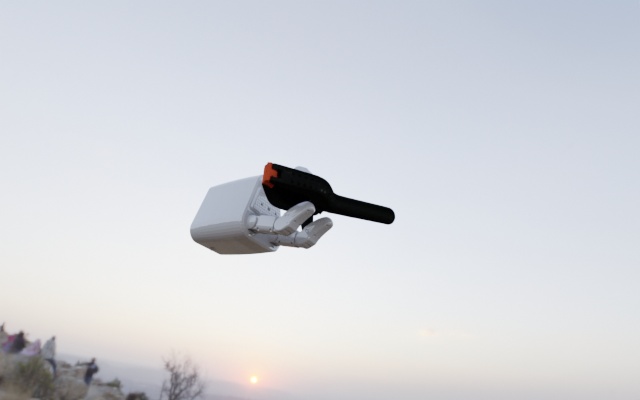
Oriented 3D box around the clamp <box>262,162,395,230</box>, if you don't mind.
[{"bbox_3d":[0.000,0.001,0.676,0.164,0.036,0.210,-10,-28,27],"label":"clamp"}]
